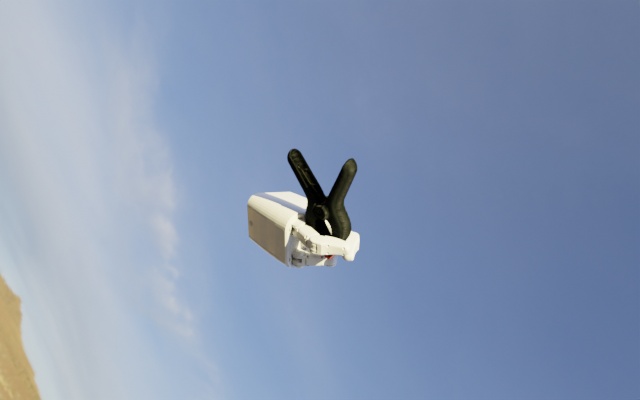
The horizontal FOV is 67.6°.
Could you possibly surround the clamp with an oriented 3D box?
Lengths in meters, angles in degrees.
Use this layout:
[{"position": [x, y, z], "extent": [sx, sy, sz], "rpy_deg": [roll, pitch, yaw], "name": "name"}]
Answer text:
[{"position": [0.001, 0.002, 0.705], "extent": [0.039, 0.172, 0.120], "rpy_deg": [-24, 37, -39], "name": "clamp"}]
